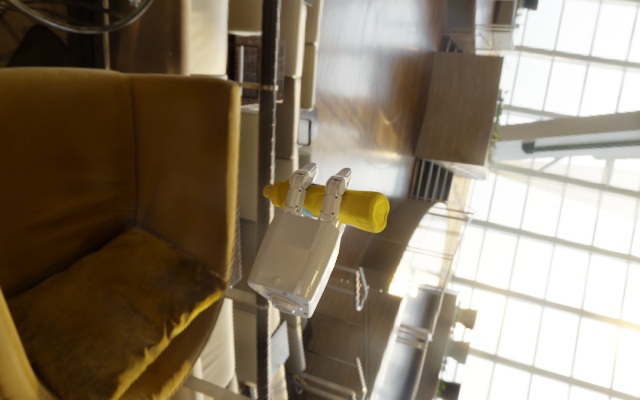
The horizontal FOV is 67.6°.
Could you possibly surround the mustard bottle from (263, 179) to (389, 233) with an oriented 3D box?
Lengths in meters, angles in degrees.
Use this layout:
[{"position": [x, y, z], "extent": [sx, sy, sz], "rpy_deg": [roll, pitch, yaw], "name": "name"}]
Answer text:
[{"position": [0.000, 0.002, 0.713], "extent": [0.191, 0.058, 0.096], "rpy_deg": [11, -3, 23], "name": "mustard bottle"}]
